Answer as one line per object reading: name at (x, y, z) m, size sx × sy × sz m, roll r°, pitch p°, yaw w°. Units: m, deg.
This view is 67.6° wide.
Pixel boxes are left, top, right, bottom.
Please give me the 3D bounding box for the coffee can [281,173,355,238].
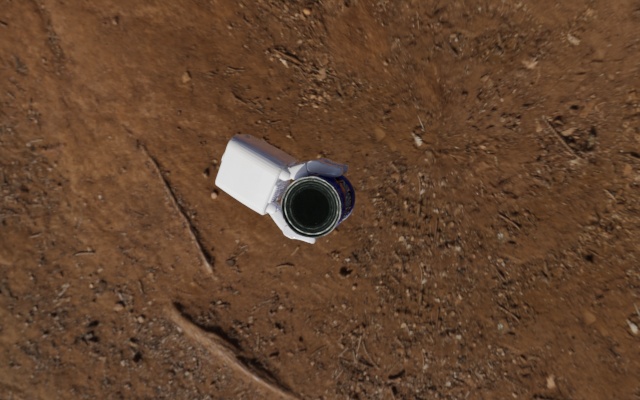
coffee can at (0.000, 0.003, 0.841) m, size 0.103 × 0.103 × 0.140 m, roll 0°, pitch 7°, yaw 13°
